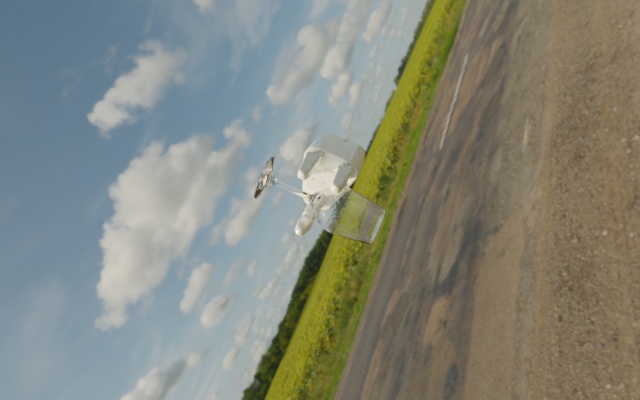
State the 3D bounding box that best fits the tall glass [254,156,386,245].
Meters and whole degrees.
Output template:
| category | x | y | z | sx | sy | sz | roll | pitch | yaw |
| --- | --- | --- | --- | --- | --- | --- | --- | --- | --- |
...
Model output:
| category | x | y | z | sx | sy | sz | roll | pitch | yaw |
| --- | --- | --- | --- | --- | --- | --- | --- | --- | --- |
| tall glass | -0.001 | 0.002 | 0.764 | 0.201 | 0.079 | 0.079 | 24 | 1 | 4 |
